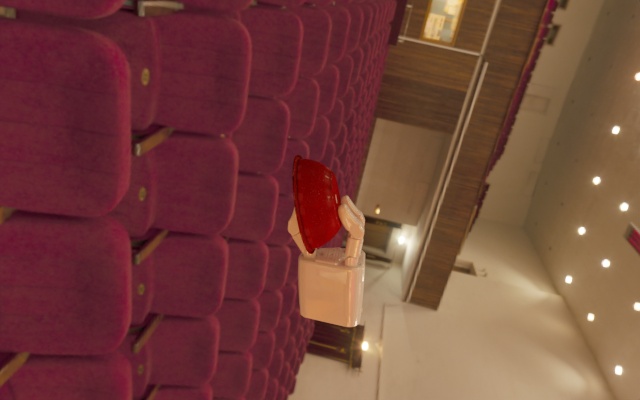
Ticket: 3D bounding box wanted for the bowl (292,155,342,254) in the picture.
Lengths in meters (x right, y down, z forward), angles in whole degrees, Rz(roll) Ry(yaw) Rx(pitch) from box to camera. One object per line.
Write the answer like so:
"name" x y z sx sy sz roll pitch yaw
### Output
"bowl" 0.000 0.001 0.764 0.055 0.162 0.162 -8 -1 9
